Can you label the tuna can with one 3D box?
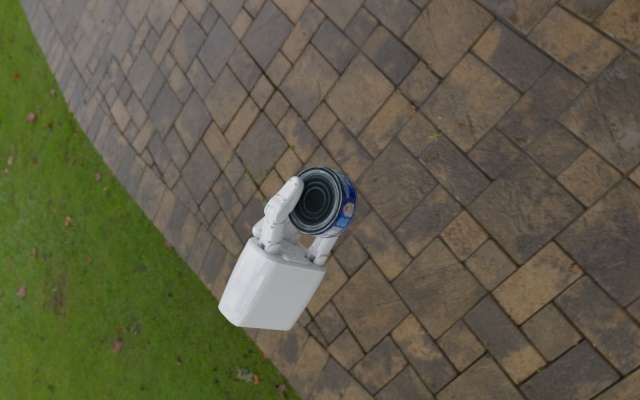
[{"bbox_3d":[0.000,0.002,0.581,0.086,0.086,0.034,0,-9,36],"label":"tuna can"}]
